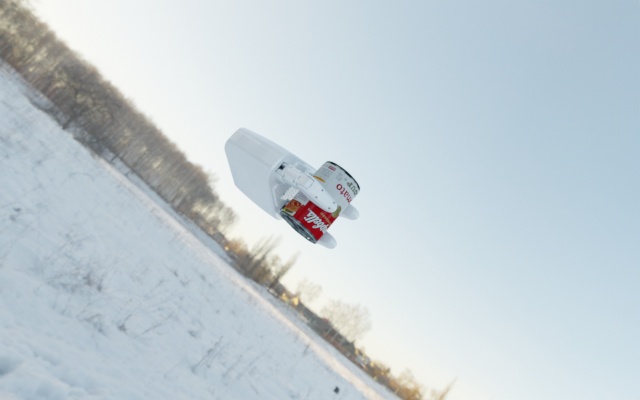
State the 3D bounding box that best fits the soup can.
[{"bbox_3d":[0.001,0.002,0.681,0.068,0.102,0.068,39,-13,11],"label":"soup can"}]
